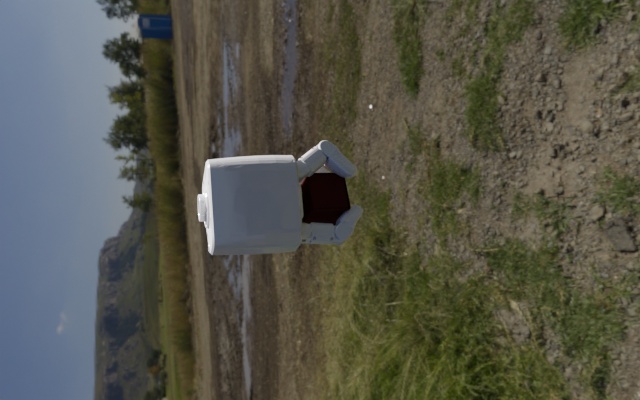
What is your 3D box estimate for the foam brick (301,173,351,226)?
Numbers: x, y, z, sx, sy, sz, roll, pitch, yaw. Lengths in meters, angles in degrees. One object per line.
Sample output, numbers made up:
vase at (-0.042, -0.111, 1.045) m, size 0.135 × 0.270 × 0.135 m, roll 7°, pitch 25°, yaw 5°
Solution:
foam brick at (0.000, 0.002, 0.636) m, size 0.051 × 0.053 × 0.078 m, roll -2°, pitch -24°, yaw -19°
